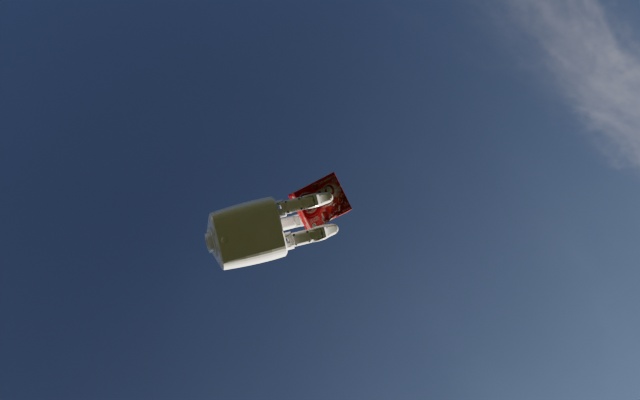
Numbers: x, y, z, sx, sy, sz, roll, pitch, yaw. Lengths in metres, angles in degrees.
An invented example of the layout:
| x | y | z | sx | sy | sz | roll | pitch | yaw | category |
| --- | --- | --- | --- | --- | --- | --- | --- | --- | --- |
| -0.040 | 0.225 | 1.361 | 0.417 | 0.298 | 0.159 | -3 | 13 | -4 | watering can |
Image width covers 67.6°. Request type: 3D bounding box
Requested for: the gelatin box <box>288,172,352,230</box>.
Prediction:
| x | y | z | sx | sy | sz | roll | pitch | yaw | category |
| --- | --- | --- | --- | --- | --- | --- | --- | --- | --- |
| 0.000 | 0.003 | 0.825 | 0.089 | 0.073 | 0.030 | -28 | 3 | -24 | gelatin box |
